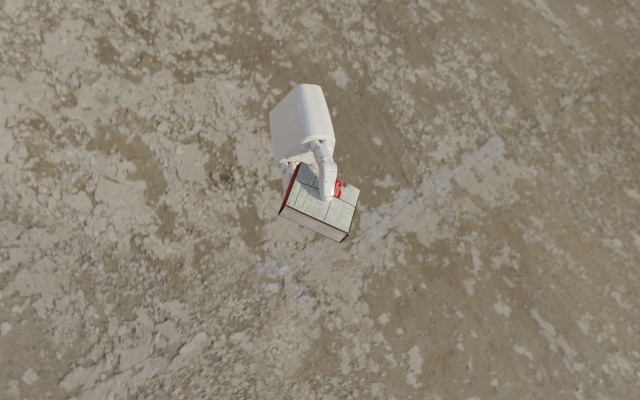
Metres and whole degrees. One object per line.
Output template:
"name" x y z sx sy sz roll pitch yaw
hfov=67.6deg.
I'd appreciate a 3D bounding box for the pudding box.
"pudding box" 0.000 0.002 0.747 0.113 0.090 0.039 24 -33 -9
